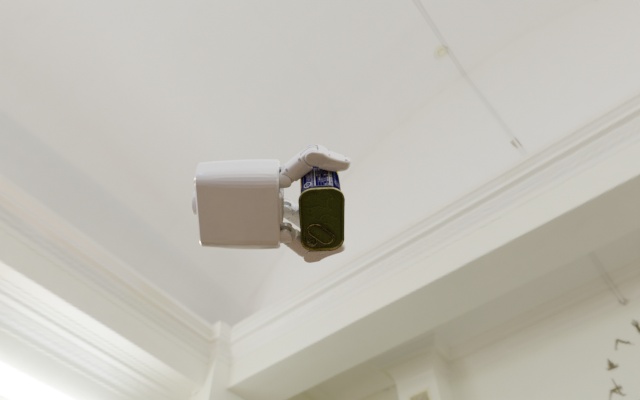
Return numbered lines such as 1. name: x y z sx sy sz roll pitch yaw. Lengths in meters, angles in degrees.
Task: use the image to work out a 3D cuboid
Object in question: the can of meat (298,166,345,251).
1. can of meat: 0.000 0.002 0.634 0.057 0.102 0.084 -3 37 -1
